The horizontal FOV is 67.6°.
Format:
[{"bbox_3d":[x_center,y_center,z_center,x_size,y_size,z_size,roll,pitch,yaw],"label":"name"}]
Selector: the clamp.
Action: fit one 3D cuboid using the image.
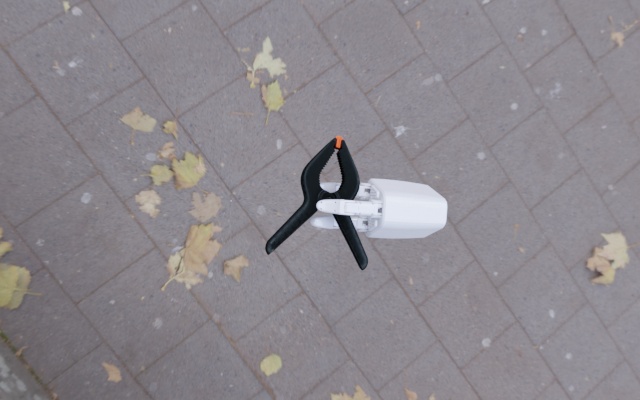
[{"bbox_3d":[0.001,0.002,0.752,0.164,0.210,0.036,4,-1,-10],"label":"clamp"}]
